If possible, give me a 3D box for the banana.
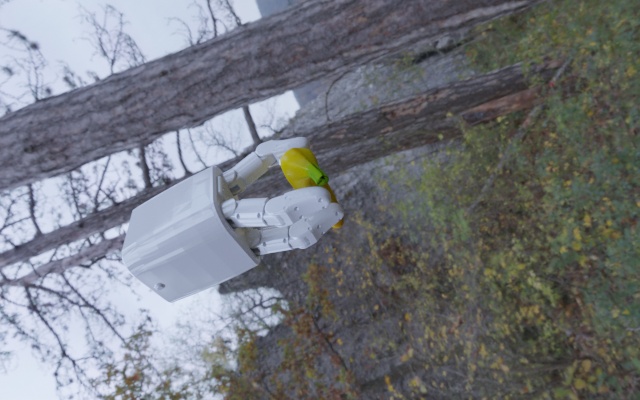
[{"bbox_3d":[-0.009,-0.015,0.523,0.037,0.069,0.198,-30,-16,1],"label":"banana"}]
